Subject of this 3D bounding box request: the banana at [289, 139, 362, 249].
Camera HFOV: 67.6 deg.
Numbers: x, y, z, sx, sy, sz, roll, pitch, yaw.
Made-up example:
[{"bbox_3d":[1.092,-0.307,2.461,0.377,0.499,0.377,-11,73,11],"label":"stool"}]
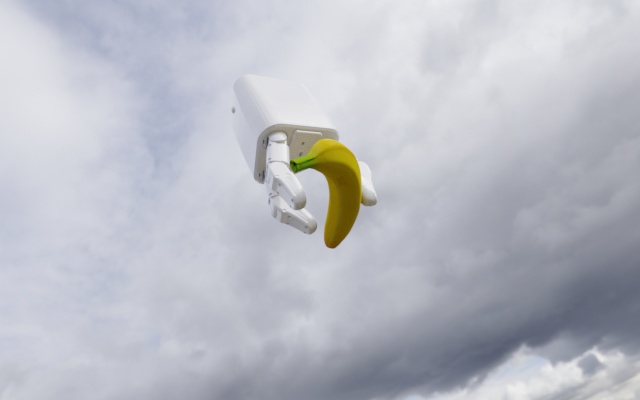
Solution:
[{"bbox_3d":[0.015,-0.010,0.517,0.069,0.037,0.198,-32,-31,-6],"label":"banana"}]
